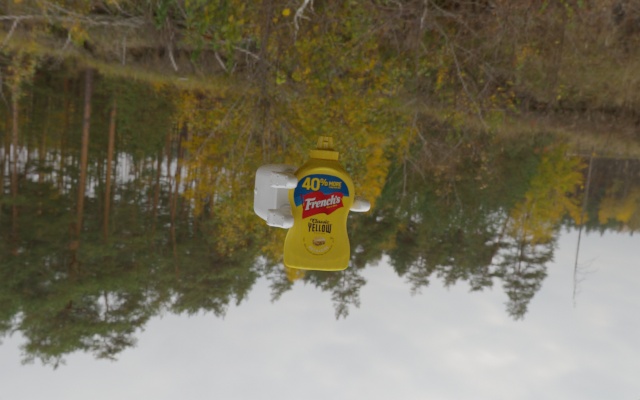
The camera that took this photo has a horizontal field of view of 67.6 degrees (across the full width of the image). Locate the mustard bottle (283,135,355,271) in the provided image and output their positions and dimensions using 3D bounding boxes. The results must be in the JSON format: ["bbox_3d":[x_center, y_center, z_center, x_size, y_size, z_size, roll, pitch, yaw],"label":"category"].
[{"bbox_3d":[0.000,0.003,0.694,0.096,0.191,0.058,4,5,-4],"label":"mustard bottle"}]
